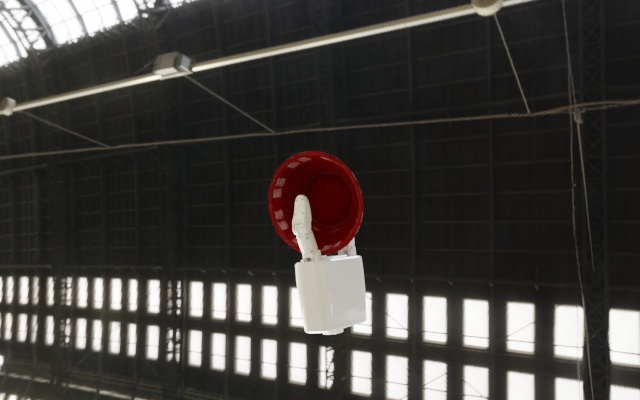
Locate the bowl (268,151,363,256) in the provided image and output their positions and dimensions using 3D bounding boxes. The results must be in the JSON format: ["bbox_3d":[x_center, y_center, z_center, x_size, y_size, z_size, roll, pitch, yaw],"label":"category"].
[{"bbox_3d":[0.000,0.001,0.747,0.162,0.162,0.055,0,8,26],"label":"bowl"}]
